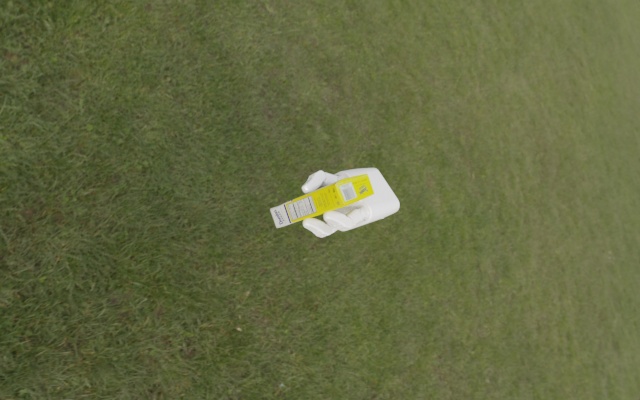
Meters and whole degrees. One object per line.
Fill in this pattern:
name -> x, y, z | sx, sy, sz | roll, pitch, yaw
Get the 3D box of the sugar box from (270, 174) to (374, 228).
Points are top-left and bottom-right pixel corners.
sugar box -> 0.000, 0.003, 0.867 | 0.176, 0.048, 0.093 | -24, -5, 43
